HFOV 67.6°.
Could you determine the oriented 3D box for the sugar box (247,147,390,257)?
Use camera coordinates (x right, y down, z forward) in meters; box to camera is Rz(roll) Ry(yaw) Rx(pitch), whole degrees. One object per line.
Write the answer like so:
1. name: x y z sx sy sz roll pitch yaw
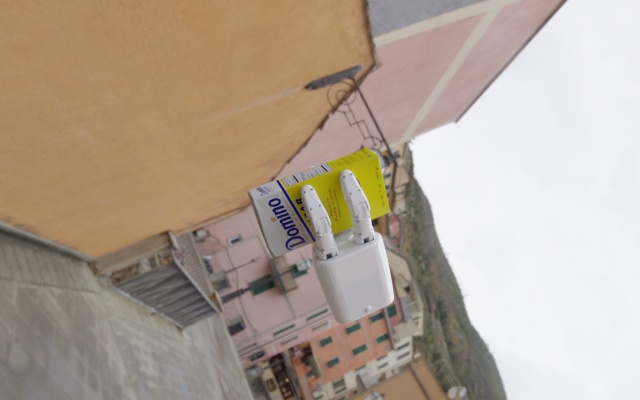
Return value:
1. sugar box: 0.000 0.002 0.645 0.176 0.093 0.048 -22 27 -12
